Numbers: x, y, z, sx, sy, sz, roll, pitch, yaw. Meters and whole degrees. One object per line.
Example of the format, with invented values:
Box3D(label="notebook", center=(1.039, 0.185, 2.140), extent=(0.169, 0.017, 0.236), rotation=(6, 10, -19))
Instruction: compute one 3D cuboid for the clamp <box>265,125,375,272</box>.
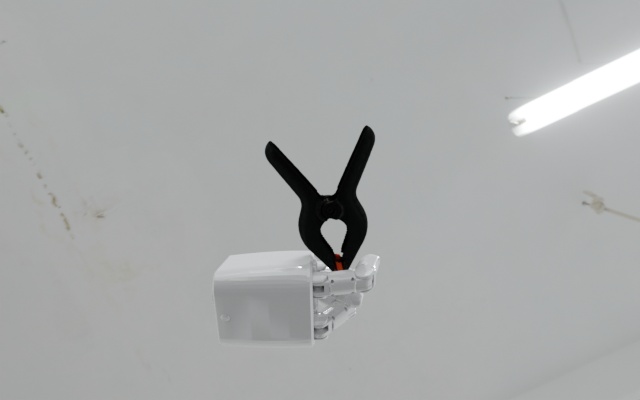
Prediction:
Box3D(label="clamp", center=(0.000, 0.002, 0.539), extent=(0.120, 0.171, 0.039), rotation=(1, 13, 6))
